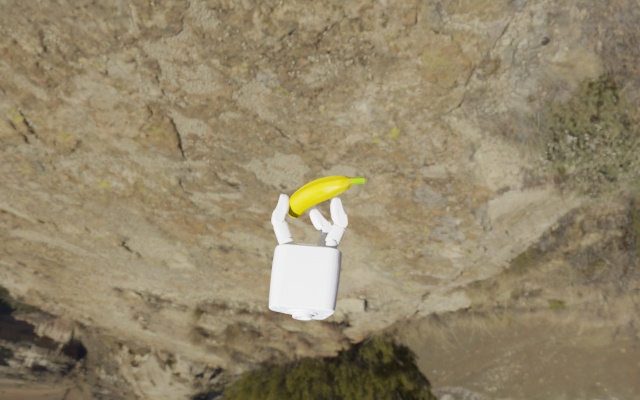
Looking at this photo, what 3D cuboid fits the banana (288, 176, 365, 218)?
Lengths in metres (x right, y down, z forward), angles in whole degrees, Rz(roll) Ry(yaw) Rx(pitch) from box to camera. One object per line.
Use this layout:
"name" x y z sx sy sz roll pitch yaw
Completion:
"banana" -0.012 -0.003 0.841 0.070 0.037 0.198 20 -29 -35
